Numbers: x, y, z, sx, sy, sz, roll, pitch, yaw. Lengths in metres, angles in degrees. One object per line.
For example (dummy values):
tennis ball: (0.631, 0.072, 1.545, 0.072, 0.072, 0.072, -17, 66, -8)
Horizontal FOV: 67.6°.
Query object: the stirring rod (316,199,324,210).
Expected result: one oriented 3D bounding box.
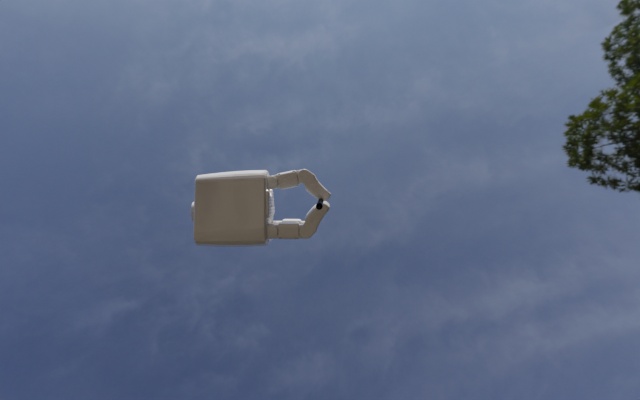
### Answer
stirring rod: (0.000, 0.002, 0.676, 0.011, 0.011, 0.239, 0, 2, 1)
